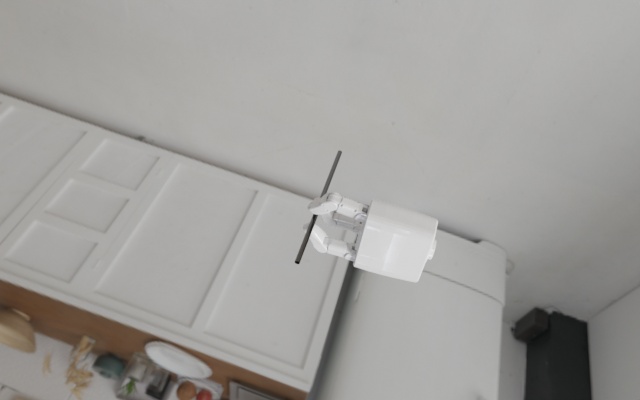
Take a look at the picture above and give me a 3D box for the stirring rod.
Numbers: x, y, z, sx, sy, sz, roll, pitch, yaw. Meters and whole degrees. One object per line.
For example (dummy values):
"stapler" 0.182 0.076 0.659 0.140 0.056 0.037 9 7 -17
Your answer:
"stirring rod" 0.000 0.002 0.772 0.011 0.239 0.011 13 -39 11
